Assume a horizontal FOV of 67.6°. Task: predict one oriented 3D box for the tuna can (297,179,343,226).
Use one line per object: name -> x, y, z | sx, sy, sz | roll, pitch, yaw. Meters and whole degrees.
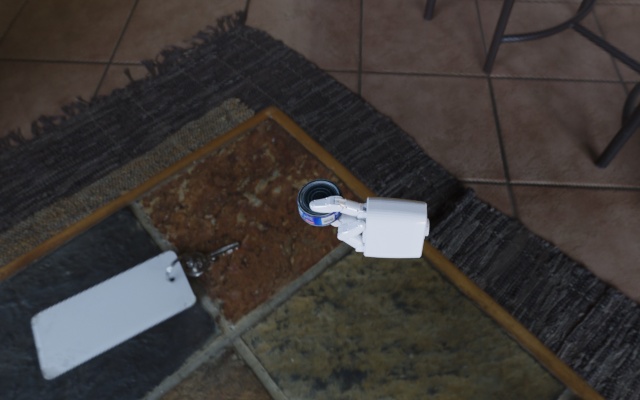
tuna can -> 0.000, 0.003, 0.887 | 0.086, 0.086, 0.034 | 0, -33, 6
